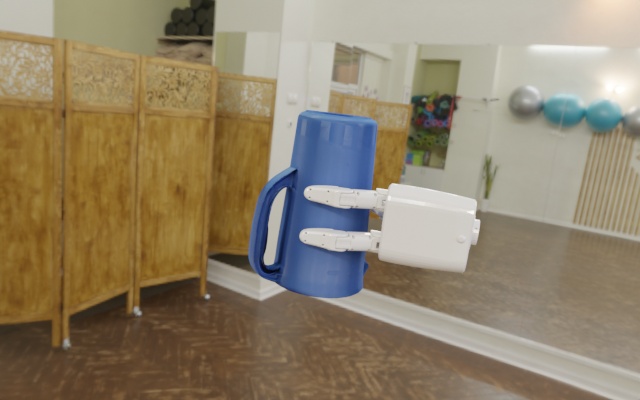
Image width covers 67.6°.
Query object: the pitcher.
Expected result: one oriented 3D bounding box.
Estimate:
[{"bbox_3d":[0.000,0.002,0.656,0.145,0.243,0.149,10,12,16],"label":"pitcher"}]
